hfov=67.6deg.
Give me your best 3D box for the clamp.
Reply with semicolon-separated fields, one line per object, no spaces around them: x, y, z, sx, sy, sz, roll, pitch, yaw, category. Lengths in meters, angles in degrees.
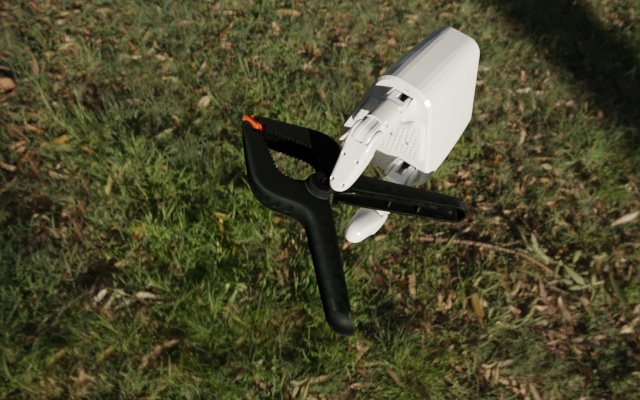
0.000;0.000;0.405;0.210;0.164;0.036;35;-34;15;clamp
